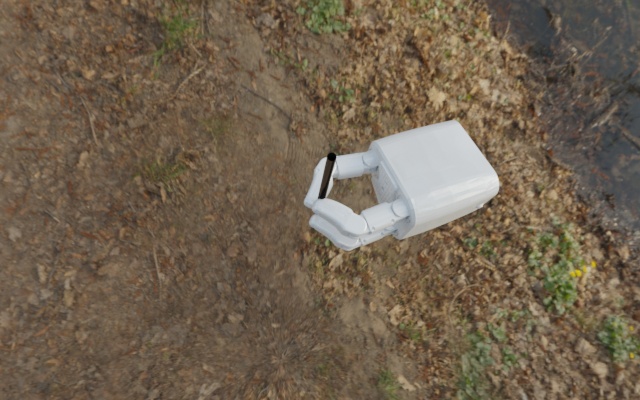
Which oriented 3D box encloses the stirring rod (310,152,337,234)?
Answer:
[{"bbox_3d":[0.000,0.002,0.511,0.011,0.011,0.240,0,-18,-5],"label":"stirring rod"}]
